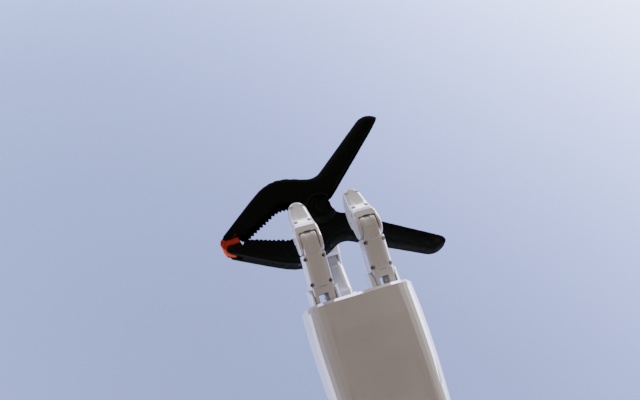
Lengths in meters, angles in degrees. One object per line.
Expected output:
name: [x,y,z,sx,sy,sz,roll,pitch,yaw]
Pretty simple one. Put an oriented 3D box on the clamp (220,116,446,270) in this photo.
clamp: [0.000,0.002,0.481,0.210,0.164,0.036,-15,-23,-9]
